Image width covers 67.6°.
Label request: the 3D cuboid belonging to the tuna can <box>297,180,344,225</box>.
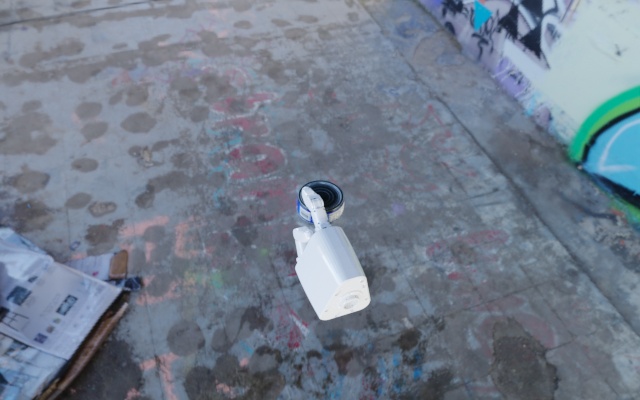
[{"bbox_3d":[0.000,0.002,0.856,0.086,0.034,0.086,2,44,-2],"label":"tuna can"}]
